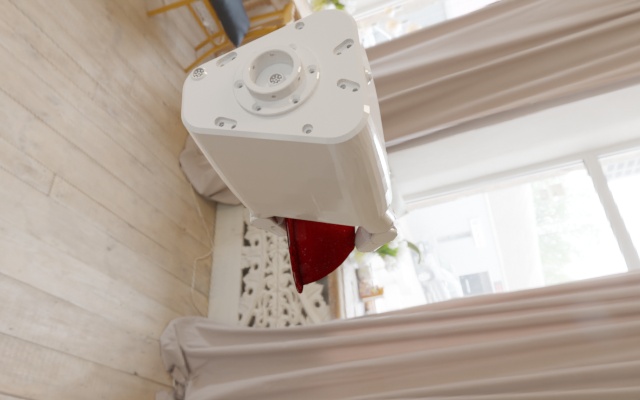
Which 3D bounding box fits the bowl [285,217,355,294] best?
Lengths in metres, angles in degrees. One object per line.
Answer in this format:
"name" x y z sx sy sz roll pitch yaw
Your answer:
"bowl" 0.001 0.002 0.437 0.055 0.162 0.162 -5 0 0
